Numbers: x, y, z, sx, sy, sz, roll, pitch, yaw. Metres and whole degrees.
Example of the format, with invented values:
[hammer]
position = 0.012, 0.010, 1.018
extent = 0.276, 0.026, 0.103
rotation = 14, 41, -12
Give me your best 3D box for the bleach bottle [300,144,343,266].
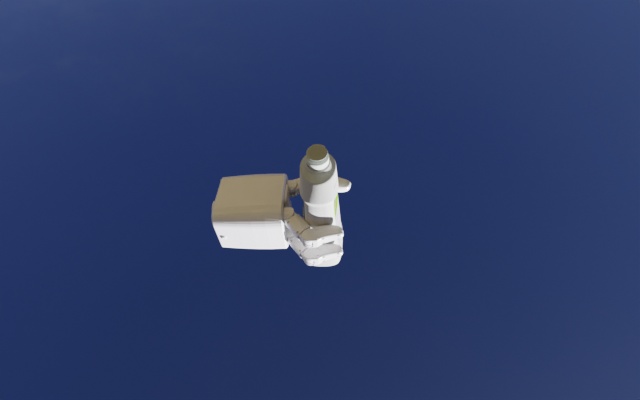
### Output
[bleach bottle]
position = 0.000, 0.002, 0.727
extent = 0.068, 0.102, 0.251
rotation = -1, -35, 2
